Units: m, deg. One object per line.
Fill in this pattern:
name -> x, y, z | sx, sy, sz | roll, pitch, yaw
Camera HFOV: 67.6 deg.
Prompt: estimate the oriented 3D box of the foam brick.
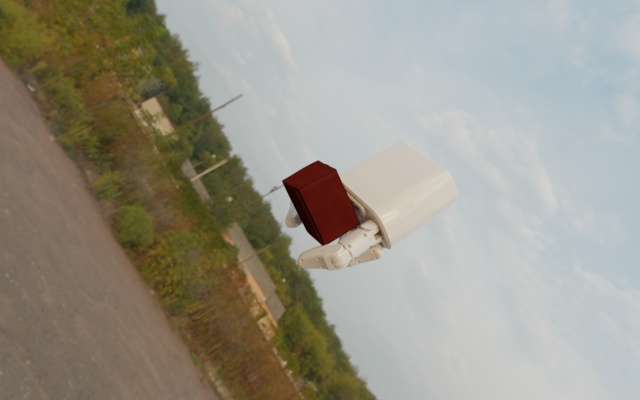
foam brick -> 0.000, 0.002, 0.544 | 0.051, 0.078, 0.053 | -31, 26, -13
